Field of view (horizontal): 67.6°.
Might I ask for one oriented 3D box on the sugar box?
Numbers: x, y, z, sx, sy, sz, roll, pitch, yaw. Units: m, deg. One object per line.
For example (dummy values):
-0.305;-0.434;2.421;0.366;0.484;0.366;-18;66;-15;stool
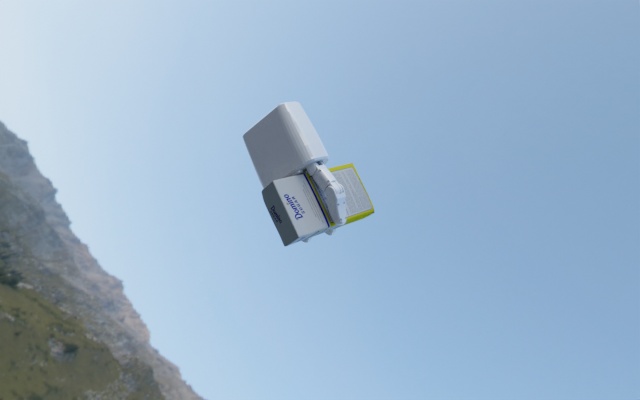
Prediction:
0.000;0.003;0.741;0.176;0.093;0.048;-16;-14;-41;sugar box
